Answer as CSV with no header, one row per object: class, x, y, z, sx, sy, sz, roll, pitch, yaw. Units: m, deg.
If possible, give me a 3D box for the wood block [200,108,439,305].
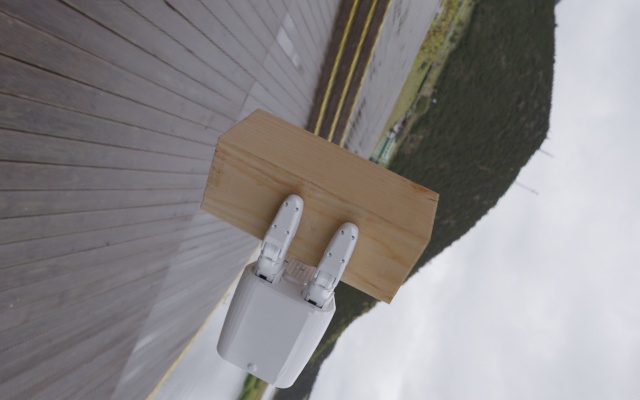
wood block,0.000,0.002,0.475,0.206,0.090,0.090,26,33,4
